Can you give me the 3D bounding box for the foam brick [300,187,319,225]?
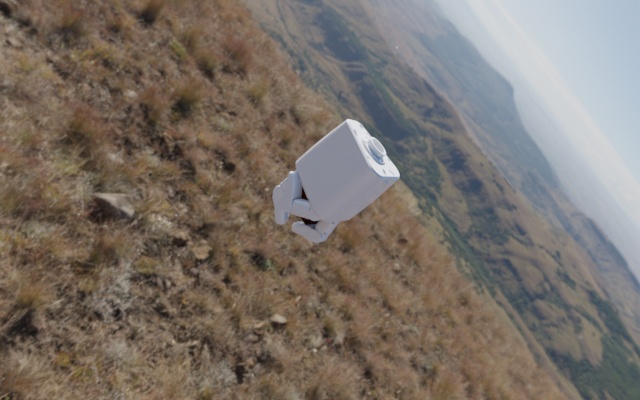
[{"bbox_3d":[0.000,0.002,0.761,0.051,0.053,0.078,-41,-18,25],"label":"foam brick"}]
